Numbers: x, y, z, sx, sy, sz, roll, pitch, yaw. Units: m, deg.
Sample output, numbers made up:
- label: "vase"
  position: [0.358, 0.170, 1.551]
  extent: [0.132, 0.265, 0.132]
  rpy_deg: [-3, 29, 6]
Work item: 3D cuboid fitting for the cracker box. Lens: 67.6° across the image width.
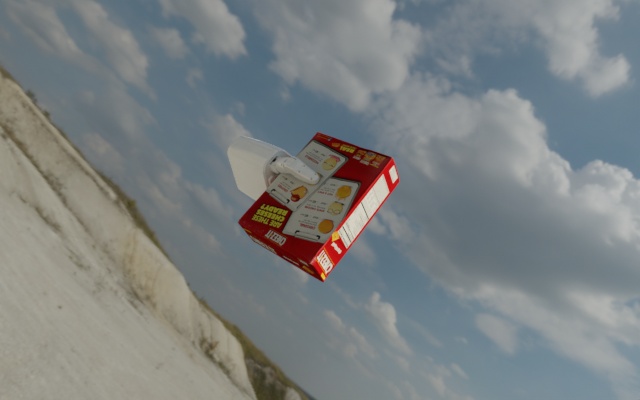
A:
- label: "cracker box"
  position: [0.000, 0.002, 0.768]
  extent: [0.164, 0.213, 0.072]
  rpy_deg: [25, -23, 37]
